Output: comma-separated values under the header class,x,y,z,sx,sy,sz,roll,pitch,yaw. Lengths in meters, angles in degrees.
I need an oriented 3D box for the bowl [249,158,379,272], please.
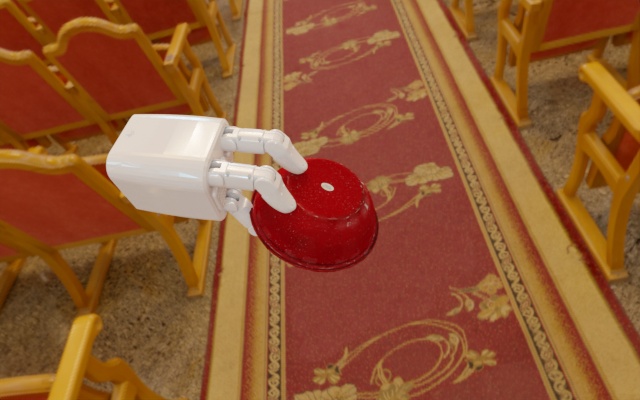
class,x,y,z,sx,sy,sz,roll,pitch,yaw
bowl,0.001,0.002,0.564,0.162,0.162,0.055,0,-39,-18
